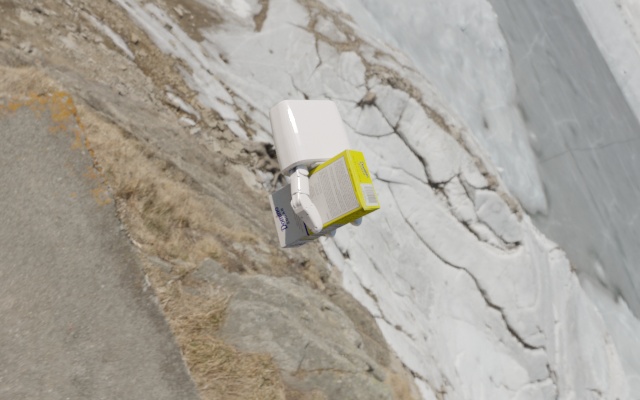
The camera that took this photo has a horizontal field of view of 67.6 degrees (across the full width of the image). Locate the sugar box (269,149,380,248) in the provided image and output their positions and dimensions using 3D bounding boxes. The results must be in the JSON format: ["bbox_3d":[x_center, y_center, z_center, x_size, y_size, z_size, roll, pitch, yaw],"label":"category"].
[{"bbox_3d":[0.001,0.002,0.726,0.048,0.093,0.176,1,-22,-46],"label":"sugar box"}]
